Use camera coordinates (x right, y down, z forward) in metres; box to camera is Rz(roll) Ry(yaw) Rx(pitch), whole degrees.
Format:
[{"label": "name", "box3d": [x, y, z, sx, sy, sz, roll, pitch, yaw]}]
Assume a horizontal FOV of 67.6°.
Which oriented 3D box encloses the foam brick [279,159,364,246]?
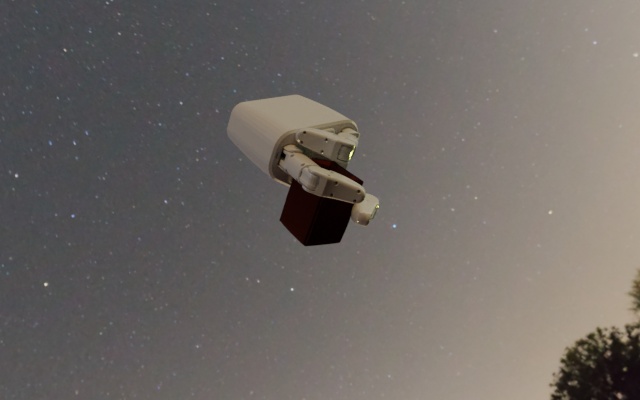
[{"label": "foam brick", "box3d": [0.000, 0.002, 0.507, 0.053, 0.078, 0.051, 2, 26, -43]}]
